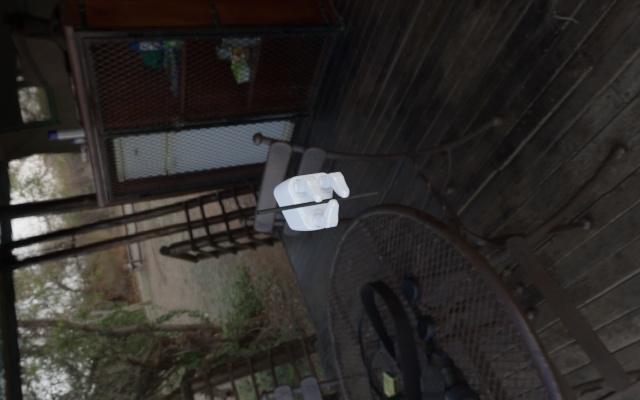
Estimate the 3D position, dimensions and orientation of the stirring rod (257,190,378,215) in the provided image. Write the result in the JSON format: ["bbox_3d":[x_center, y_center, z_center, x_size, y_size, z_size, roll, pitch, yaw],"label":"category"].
[{"bbox_3d":[0.000,0.003,0.868,0.239,0.011,0.011,-10,4,-24],"label":"stirring rod"}]
